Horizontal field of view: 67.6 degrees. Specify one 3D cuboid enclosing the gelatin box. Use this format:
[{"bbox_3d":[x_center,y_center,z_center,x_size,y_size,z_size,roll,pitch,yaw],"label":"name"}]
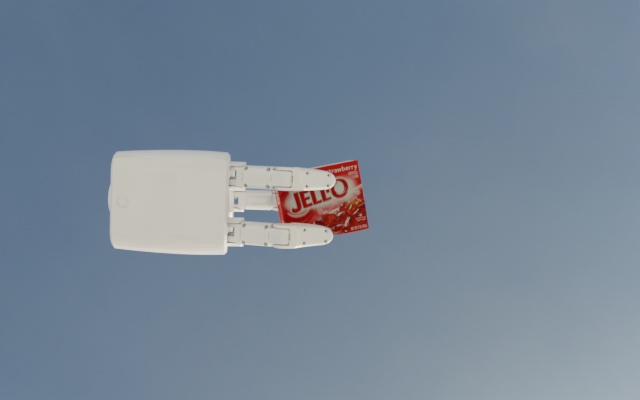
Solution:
[{"bbox_3d":[0.000,0.002,0.493,0.089,0.073,0.030,-12,7,-13],"label":"gelatin box"}]
